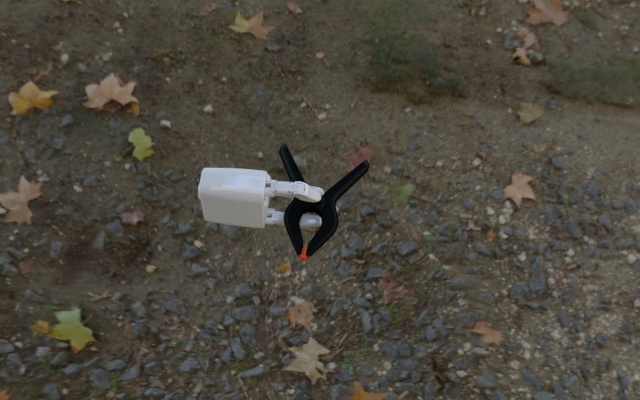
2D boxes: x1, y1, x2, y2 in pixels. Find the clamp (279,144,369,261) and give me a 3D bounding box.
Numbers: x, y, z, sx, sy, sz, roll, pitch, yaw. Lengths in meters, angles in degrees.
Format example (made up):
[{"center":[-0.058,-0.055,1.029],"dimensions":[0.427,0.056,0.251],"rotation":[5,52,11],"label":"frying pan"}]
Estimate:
[{"center":[0.000,0.003,0.835],"dimensions":[0.164,0.210,0.036],"rotation":[4,-19,0],"label":"clamp"}]
